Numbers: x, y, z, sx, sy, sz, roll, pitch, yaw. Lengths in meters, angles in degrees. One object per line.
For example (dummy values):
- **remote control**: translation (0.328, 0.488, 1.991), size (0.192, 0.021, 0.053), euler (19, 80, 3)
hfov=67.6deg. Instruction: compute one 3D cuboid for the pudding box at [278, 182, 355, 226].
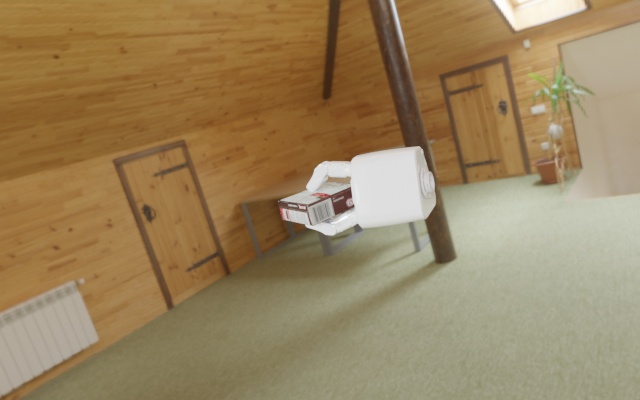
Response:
- **pudding box**: translation (0.000, 0.002, 0.799), size (0.113, 0.039, 0.090), euler (-21, 16, -33)
